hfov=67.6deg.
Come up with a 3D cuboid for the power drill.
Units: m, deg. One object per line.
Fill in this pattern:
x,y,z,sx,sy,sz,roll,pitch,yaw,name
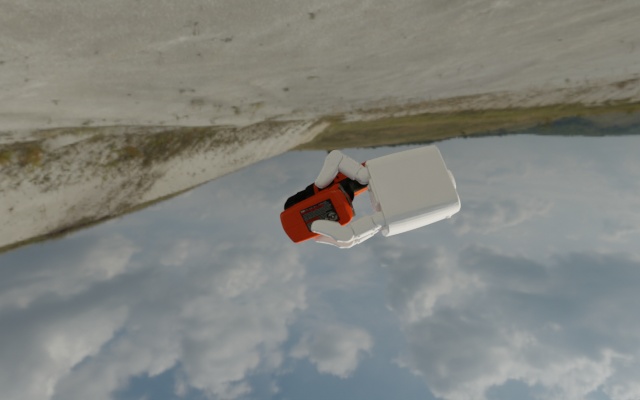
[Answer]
0.000,0.003,0.764,0.184,0.057,0.187,-25,11,20,power drill
